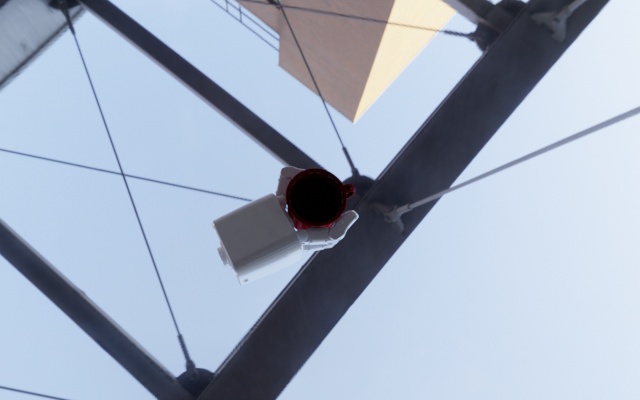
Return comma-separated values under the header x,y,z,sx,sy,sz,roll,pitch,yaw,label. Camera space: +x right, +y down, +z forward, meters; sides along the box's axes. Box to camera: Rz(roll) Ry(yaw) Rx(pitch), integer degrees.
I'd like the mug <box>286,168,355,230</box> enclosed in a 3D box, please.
x,y,z,sx,sy,sz,roll,pitch,yaw,label
0.001,0.002,0.758,0.117,0.093,0.081,-23,-14,-14,mug
